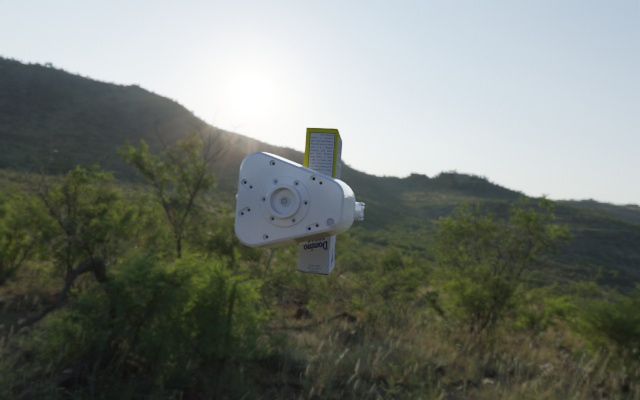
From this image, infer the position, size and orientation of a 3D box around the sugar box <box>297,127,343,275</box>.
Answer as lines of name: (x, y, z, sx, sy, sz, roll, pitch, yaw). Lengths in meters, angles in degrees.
sugar box: (0.000, 0.002, 0.612, 0.048, 0.176, 0.093, 6, -2, 6)
